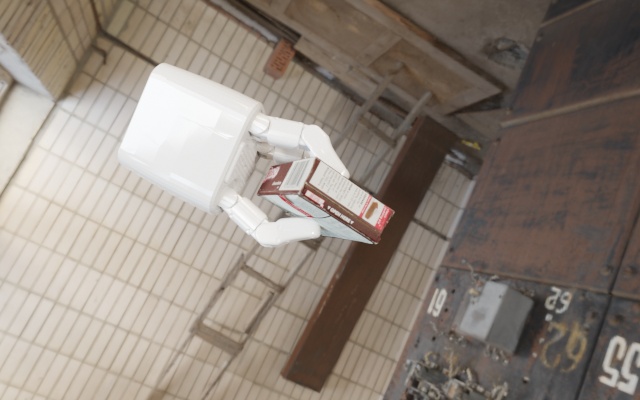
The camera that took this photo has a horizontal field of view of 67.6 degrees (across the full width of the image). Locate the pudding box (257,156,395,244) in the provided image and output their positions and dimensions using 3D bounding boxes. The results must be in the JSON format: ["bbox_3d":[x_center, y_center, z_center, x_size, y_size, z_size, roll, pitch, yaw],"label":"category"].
[{"bbox_3d":[0.000,0.002,0.447,0.090,0.039,0.113,32,-12,-22],"label":"pudding box"}]
